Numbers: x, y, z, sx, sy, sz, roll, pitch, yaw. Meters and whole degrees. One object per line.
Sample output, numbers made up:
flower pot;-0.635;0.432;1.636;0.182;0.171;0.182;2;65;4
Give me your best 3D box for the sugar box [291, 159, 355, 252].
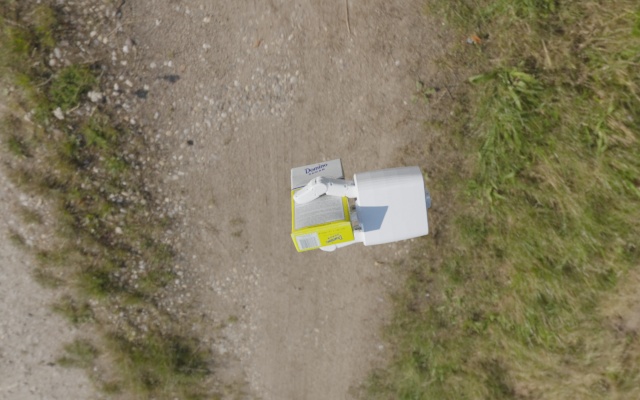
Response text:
sugar box;0.000;0.003;0.787;0.093;0.048;0.176;-11;35;6
